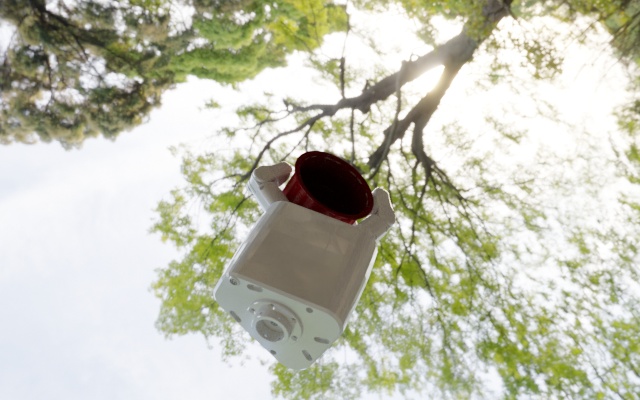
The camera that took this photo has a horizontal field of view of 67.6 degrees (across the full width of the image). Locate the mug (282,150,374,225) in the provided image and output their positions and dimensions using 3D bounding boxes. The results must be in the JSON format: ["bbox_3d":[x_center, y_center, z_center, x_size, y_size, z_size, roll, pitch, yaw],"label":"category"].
[{"bbox_3d":[0.000,0.001,0.521,0.093,0.081,0.117,36,37,-2],"label":"mug"}]
